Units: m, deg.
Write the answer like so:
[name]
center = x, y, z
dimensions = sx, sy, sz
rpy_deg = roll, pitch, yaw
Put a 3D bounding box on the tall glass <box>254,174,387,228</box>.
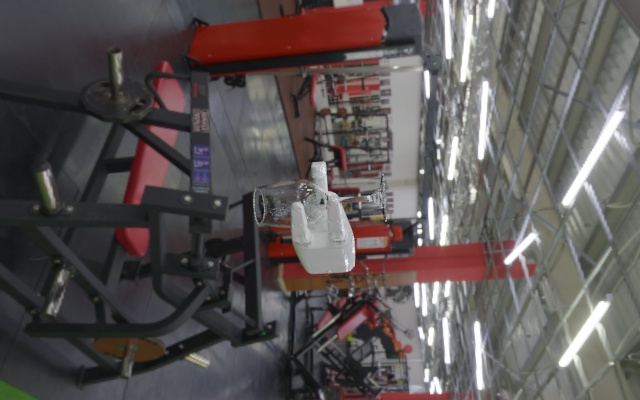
[tall glass]
center = 0.001, 0.002, 0.748
dimensions = 0.201, 0.079, 0.079
rpy_deg = -4, 0, 6
